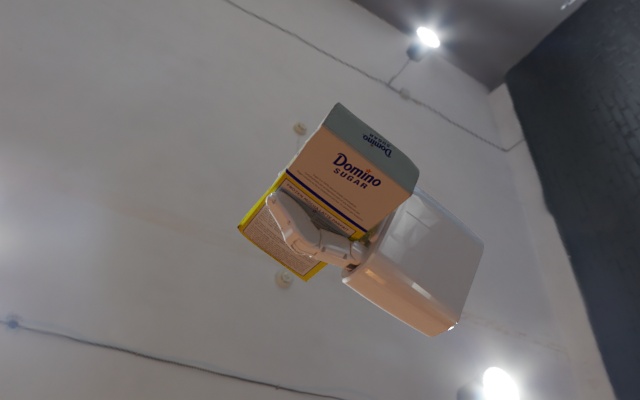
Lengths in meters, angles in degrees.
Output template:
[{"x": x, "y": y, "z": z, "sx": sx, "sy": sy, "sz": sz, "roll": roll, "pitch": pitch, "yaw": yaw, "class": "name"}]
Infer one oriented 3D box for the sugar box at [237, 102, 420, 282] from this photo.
[{"x": 0.000, "y": 0.001, "z": 0.442, "sx": 0.176, "sy": 0.093, "sz": 0.048, "roll": -45, "pitch": 11, "yaw": 42, "class": "sugar box"}]
